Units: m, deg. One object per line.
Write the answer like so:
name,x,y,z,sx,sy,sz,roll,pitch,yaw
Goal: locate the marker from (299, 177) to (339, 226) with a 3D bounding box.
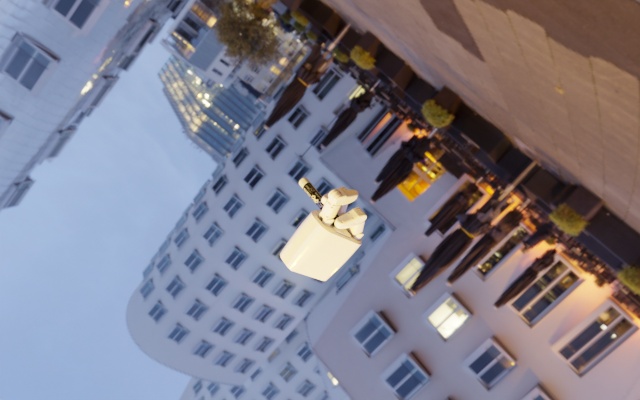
marker,0.000,0.003,0.865,0.020,0.020,0.121,0,41,-47
